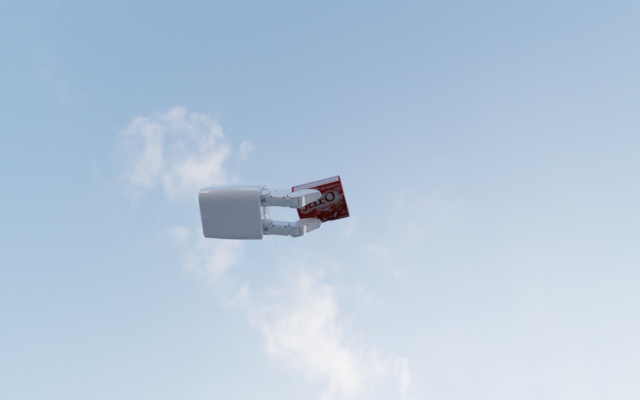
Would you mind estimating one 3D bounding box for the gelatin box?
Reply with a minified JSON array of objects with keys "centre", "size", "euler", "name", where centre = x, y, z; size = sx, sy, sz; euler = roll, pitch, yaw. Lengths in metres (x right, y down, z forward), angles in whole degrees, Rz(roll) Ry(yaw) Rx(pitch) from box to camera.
[{"centre":[0.000,0.002,0.840],"size":[0.089,0.073,0.030],"euler":[-14,24,4],"name":"gelatin box"}]
